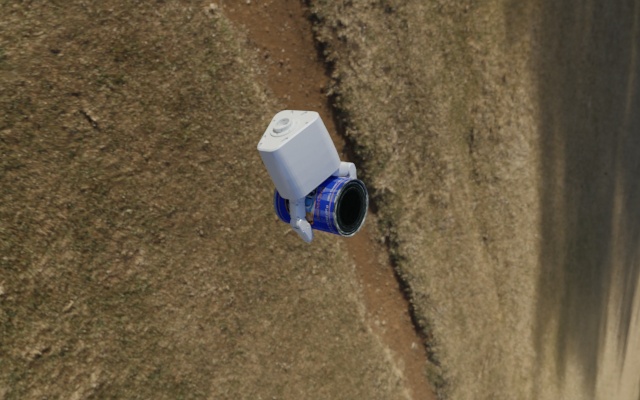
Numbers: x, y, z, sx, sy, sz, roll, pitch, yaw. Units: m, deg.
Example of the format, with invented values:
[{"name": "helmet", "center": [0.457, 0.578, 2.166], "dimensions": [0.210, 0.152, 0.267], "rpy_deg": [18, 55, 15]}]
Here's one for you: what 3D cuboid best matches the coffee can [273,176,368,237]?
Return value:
[{"name": "coffee can", "center": [0.000, 0.003, 0.860], "dimensions": [0.140, 0.103, 0.103], "rpy_deg": [11, 7, 37]}]
